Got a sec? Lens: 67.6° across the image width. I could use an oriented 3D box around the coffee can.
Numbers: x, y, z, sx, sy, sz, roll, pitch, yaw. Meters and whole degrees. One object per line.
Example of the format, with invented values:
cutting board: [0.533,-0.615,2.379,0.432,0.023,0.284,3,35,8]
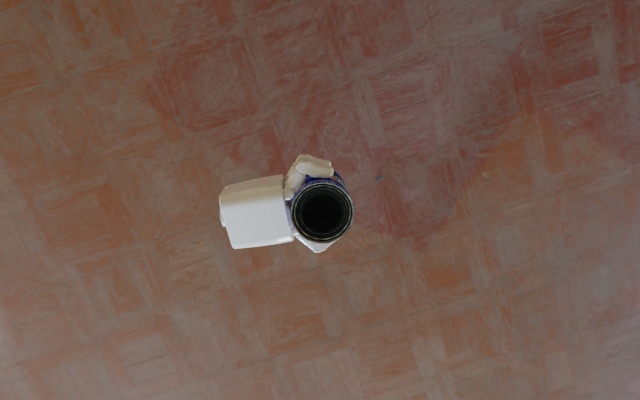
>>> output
coffee can: [0.000,0.003,0.824,0.103,0.103,0.140,0,15,-3]
